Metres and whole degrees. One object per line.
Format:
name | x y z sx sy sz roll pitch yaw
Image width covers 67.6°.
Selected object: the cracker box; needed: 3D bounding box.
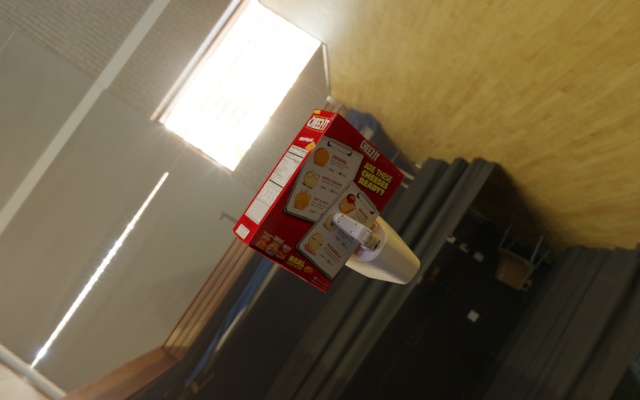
cracker box | 0.000 0.002 0.692 0.164 0.213 0.072 37 -5 -35
